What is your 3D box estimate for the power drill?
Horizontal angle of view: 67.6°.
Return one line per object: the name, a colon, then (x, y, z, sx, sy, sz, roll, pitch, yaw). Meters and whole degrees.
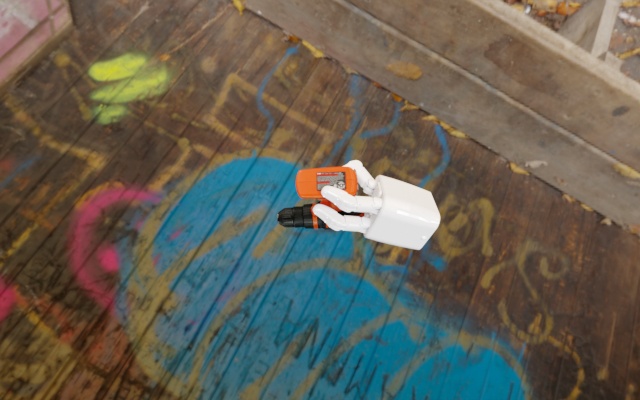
power drill: (0.000, 0.003, 0.894, 0.184, 0.057, 0.188, -5, -22, 2)
